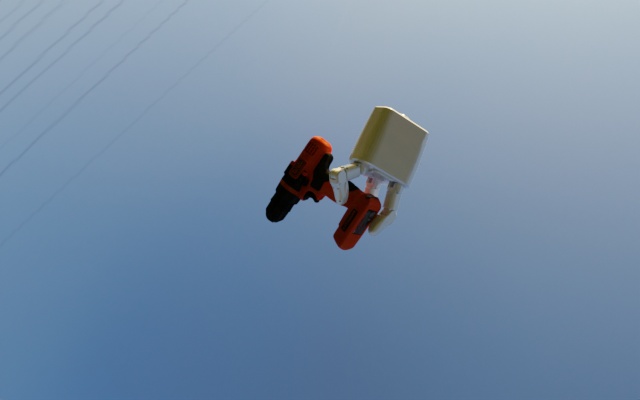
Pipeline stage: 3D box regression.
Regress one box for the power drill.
[{"bbox_3d":[0.001,0.003,0.852,0.187,0.184,0.057,41,15,27],"label":"power drill"}]
